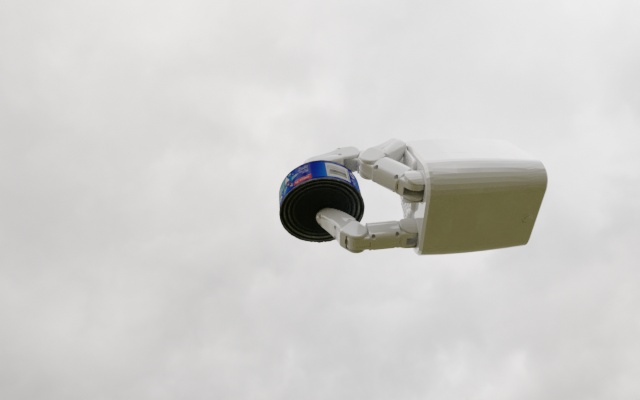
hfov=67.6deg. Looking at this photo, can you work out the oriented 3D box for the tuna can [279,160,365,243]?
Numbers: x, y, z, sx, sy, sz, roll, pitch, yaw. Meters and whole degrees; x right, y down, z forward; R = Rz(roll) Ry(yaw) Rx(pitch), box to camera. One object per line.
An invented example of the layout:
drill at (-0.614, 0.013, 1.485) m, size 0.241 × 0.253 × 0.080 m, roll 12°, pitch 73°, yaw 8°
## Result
tuna can at (0.000, 0.001, 0.487) m, size 0.086 × 0.086 × 0.033 m, roll 0°, pitch 41°, yaw -8°
